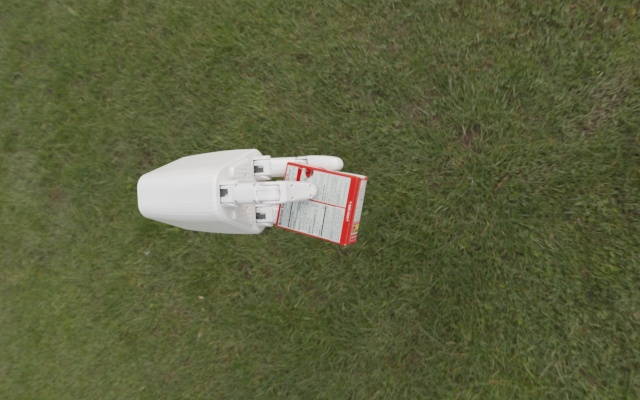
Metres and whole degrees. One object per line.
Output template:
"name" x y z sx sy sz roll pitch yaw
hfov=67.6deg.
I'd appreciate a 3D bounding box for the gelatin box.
"gelatin box" 0.000 0.002 0.512 0.089 0.073 0.030 14 9 26
